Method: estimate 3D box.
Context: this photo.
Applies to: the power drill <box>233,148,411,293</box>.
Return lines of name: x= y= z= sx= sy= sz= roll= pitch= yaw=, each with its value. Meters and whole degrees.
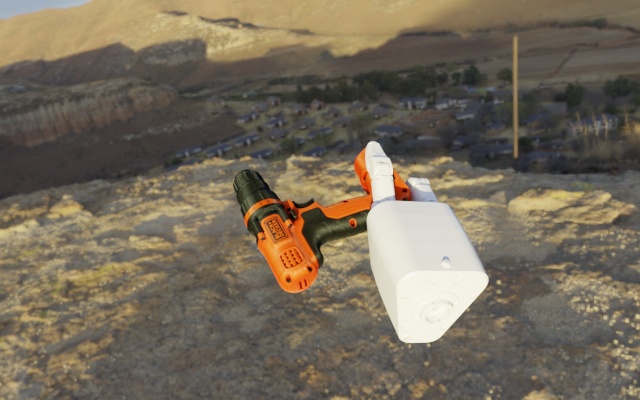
power drill: x=0.001 y=0.002 z=0.583 sx=0.187 sy=0.184 sz=0.057 roll=-26 pitch=-34 yaw=-10
